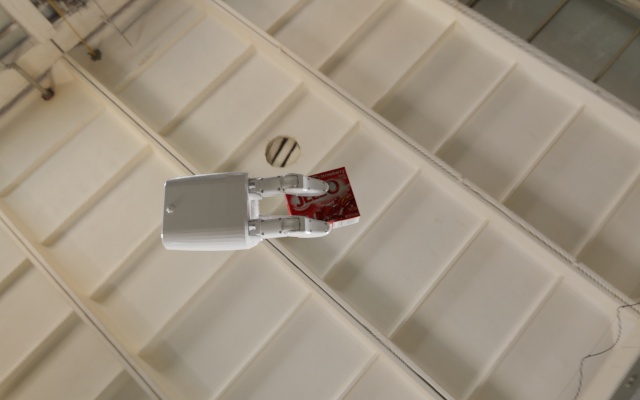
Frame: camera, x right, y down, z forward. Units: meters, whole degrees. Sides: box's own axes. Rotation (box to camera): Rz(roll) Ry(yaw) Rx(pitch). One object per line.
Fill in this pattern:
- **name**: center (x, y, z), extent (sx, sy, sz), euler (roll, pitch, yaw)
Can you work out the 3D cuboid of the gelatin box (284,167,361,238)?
- **gelatin box**: center (0.000, 0.002, 0.631), extent (0.089, 0.073, 0.030), euler (-14, -18, -8)
